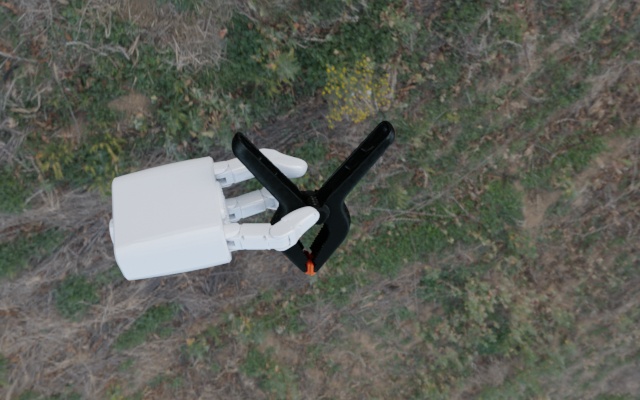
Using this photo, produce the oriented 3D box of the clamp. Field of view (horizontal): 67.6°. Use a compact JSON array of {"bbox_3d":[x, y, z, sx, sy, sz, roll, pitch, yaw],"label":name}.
[{"bbox_3d":[0.000,0.003,0.529,0.164,0.210,0.036,-11,42,-7],"label":"clamp"}]
